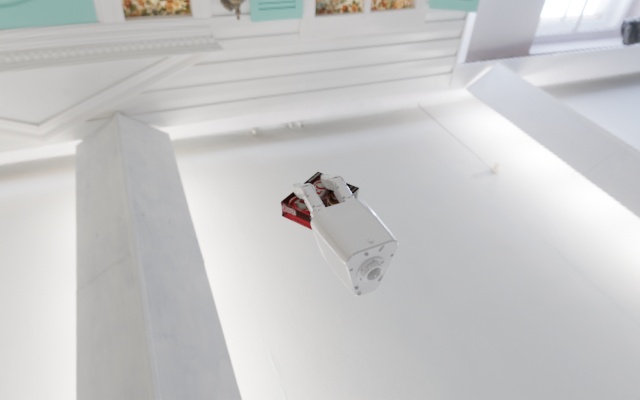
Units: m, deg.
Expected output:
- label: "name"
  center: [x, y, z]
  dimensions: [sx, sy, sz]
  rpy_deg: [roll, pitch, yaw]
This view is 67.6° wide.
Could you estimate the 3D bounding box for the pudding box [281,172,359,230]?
- label: "pudding box"
  center: [0.000, 0.003, 0.824]
  dimensions: [0.090, 0.039, 0.113]
  rpy_deg: [24, 42, 26]
